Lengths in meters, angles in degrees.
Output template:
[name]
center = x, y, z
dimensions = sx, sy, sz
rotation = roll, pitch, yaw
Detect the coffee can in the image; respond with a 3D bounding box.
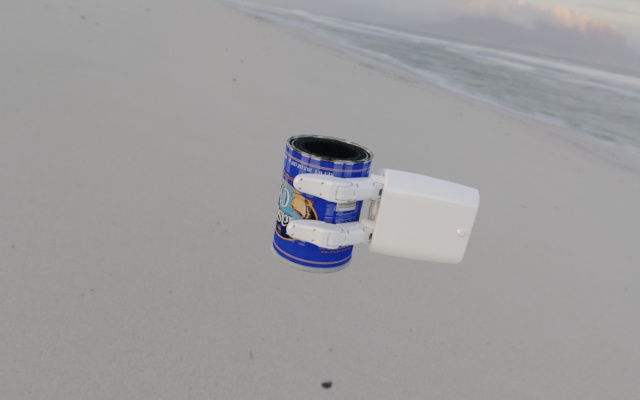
[coffee can]
center = 0.000, 0.002, 0.579
dimensions = 0.103, 0.140, 0.102
rotation = 9, 21, -3
